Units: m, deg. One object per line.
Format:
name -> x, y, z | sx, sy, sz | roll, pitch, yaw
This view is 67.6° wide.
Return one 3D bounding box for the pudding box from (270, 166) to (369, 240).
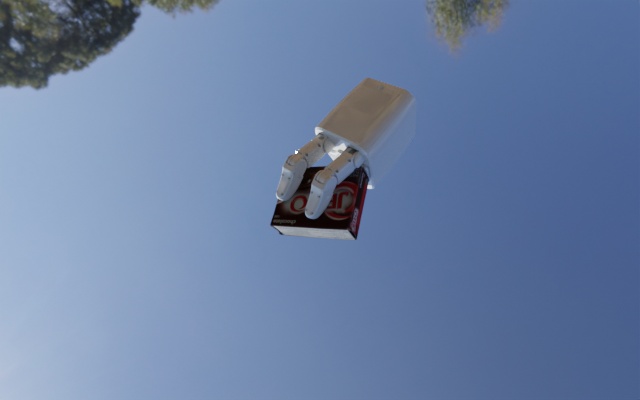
pudding box -> 0.000, 0.002, 0.621 | 0.113, 0.090, 0.039 | 0, -29, 27
